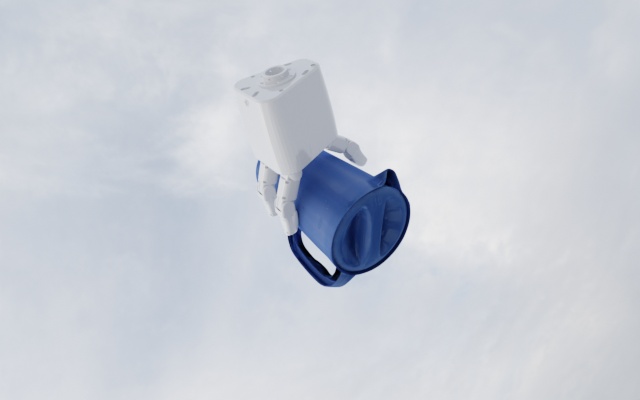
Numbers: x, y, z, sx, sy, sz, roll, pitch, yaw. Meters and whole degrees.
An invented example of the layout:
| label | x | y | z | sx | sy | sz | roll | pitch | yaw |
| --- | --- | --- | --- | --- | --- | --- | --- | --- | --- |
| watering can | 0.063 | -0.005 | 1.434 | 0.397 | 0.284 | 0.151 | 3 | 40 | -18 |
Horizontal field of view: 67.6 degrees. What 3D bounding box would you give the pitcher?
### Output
| label | x | y | z | sx | sy | sz | roll | pitch | yaw |
| --- | --- | --- | --- | --- | --- | --- | --- | --- | --- |
| pitcher | 0.000 | 0.002 | 0.706 | 0.149 | 0.145 | 0.242 | -34 | 42 | -18 |
